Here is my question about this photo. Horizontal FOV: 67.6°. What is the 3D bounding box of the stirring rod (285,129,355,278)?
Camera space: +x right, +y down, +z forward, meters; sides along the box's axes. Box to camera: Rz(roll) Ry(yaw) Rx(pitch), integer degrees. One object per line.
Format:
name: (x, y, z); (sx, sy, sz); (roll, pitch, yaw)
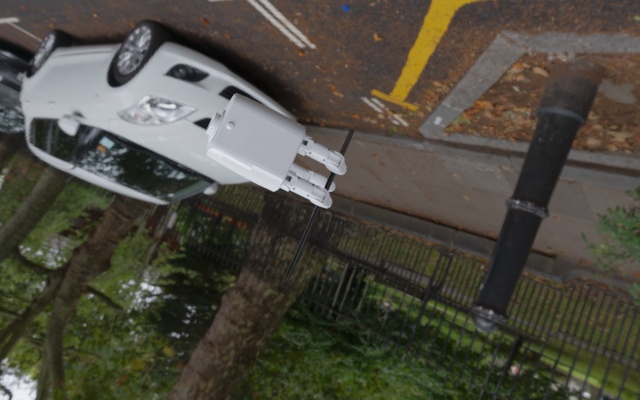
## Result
stirring rod: (0.000, 0.002, 0.709); (0.011, 0.239, 0.011); (23, -7, 3)
